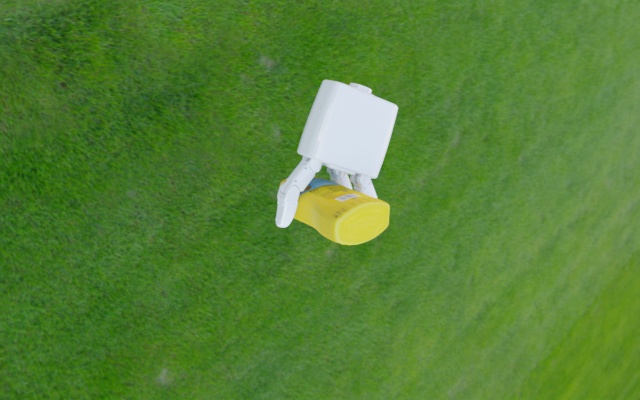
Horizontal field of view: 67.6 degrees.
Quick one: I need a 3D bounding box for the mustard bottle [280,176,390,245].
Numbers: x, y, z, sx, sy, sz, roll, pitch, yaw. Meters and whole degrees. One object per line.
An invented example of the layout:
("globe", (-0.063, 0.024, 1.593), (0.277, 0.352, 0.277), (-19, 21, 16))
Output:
("mustard bottle", (0.000, 0.003, 0.677), (0.096, 0.058, 0.191), (-16, 26, -34))
